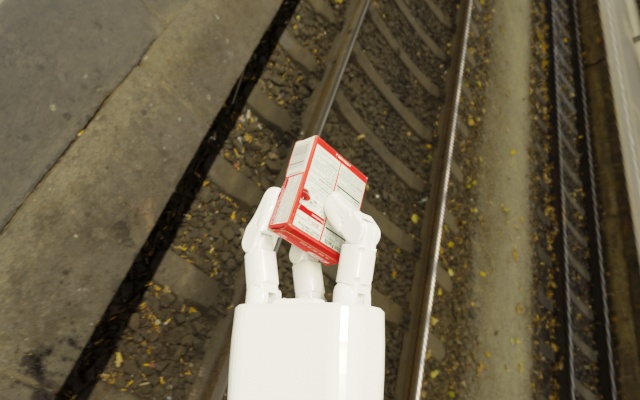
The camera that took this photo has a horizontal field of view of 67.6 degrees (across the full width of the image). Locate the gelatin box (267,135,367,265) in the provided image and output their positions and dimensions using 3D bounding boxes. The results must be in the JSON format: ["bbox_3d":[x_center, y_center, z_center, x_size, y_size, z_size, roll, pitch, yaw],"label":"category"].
[{"bbox_3d":[0.000,0.001,0.412,0.030,0.089,0.073,-10,-36,44],"label":"gelatin box"}]
